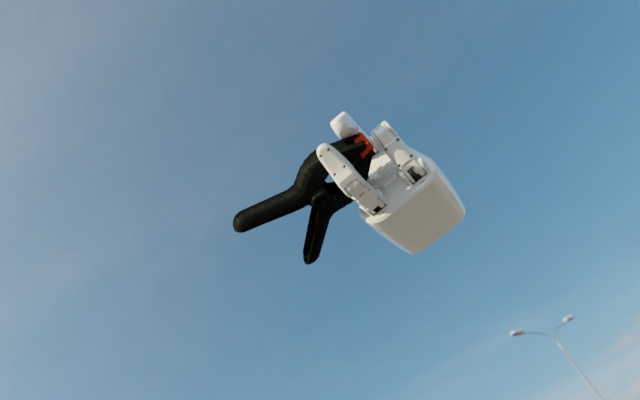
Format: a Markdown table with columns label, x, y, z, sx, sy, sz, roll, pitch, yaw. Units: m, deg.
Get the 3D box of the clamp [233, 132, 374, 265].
| label | x | y | z | sx | sy | sz | roll | pitch | yaw |
| --- | --- | --- | --- | --- | --- | --- | --- | --- | --- |
| clamp | 0.000 | 0.001 | 0.533 | 0.171 | 0.039 | 0.120 | -39 | -45 | 12 |
